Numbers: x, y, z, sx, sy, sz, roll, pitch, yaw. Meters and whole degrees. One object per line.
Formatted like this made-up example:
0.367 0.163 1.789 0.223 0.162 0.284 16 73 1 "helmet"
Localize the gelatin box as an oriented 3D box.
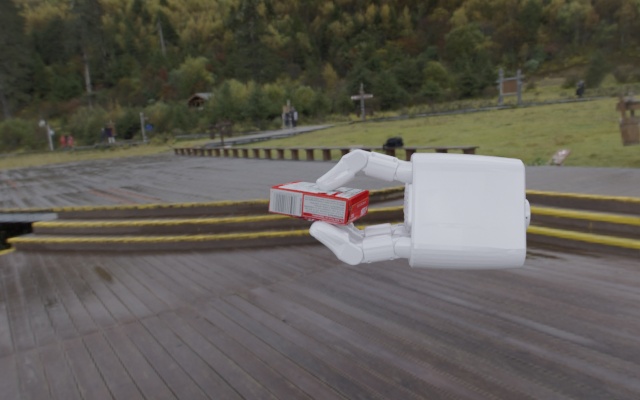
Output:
0.000 0.001 0.509 0.089 0.030 0.073 9 11 19 "gelatin box"
